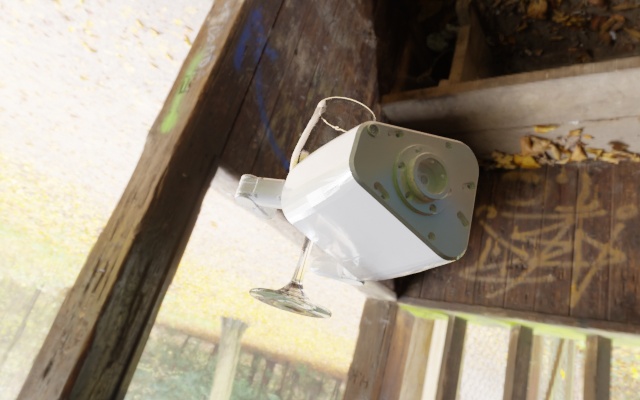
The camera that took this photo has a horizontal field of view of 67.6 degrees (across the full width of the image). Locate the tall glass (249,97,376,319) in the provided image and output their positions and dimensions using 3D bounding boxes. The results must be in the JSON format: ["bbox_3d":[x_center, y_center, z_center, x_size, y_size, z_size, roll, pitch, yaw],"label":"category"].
[{"bbox_3d":[0.000,0.002,0.448,0.079,0.201,0.079,14,-23,6],"label":"tall glass"}]
